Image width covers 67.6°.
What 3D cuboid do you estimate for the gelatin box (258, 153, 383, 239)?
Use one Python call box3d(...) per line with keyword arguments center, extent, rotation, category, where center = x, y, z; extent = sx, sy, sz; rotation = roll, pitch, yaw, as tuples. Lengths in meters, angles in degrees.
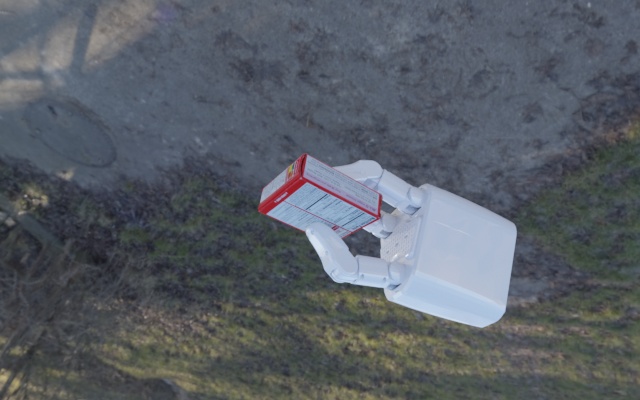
box3d(center=(0.000, 0.002, 0.435), extent=(0.089, 0.030, 0.073), rotation=(26, -37, -25), category="gelatin box")
